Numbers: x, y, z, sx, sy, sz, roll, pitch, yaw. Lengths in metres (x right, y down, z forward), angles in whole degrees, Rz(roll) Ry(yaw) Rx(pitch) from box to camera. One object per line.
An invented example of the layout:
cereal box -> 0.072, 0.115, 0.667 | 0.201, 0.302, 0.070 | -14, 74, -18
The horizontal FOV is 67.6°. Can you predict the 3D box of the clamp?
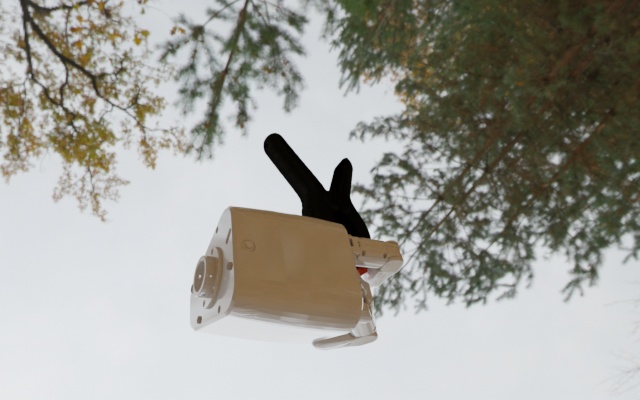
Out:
clamp -> 0.000, 0.002, 0.484 | 0.120, 0.171, 0.039 | 16, -50, -30
